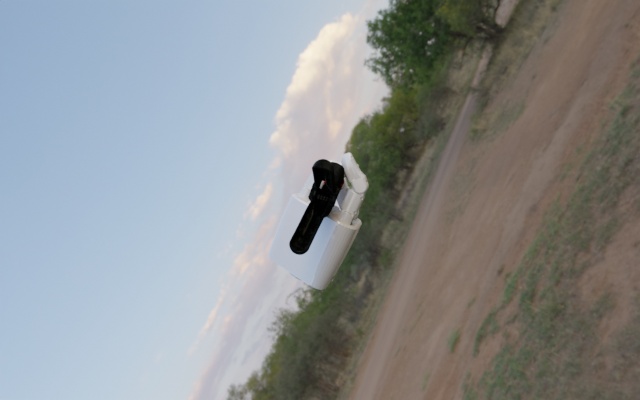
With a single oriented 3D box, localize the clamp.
[{"bbox_3d":[0.000,0.002,0.626,0.039,0.120,0.171,26,10,9],"label":"clamp"}]
